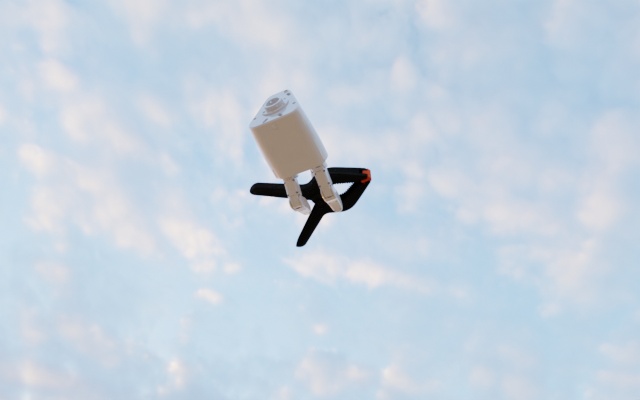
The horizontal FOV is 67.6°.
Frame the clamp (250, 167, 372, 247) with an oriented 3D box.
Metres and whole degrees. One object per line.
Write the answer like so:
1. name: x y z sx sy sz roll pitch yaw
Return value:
1. clamp: 0.001 0.002 0.865 0.210 0.165 0.036 -19 36 15
